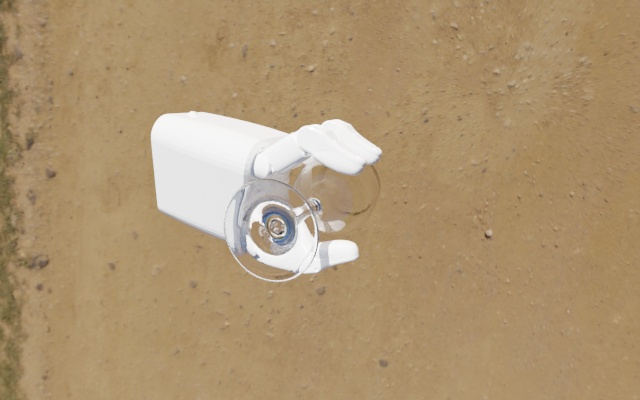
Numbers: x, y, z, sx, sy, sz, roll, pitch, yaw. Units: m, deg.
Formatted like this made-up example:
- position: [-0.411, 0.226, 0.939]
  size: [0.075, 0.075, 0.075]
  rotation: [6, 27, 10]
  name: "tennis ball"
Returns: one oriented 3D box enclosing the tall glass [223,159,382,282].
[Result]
- position: [0.000, 0.002, 0.421]
  size: [0.079, 0.079, 0.201]
  rotation: [0, 11, 22]
  name: "tall glass"
